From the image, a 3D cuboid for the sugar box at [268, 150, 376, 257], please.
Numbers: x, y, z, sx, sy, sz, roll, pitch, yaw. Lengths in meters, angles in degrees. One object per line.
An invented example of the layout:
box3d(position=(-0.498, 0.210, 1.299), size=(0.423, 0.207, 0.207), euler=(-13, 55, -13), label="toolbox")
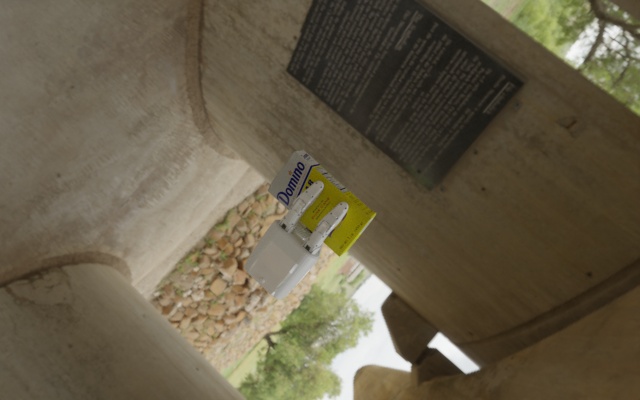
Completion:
box3d(position=(0.000, 0.003, 0.824), size=(0.176, 0.093, 0.048), euler=(40, 21, 9), label="sugar box")
